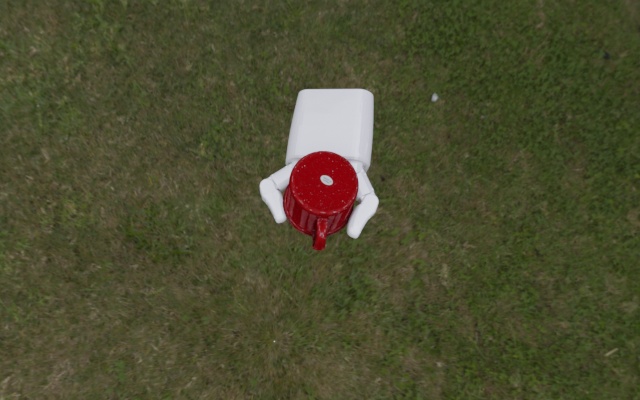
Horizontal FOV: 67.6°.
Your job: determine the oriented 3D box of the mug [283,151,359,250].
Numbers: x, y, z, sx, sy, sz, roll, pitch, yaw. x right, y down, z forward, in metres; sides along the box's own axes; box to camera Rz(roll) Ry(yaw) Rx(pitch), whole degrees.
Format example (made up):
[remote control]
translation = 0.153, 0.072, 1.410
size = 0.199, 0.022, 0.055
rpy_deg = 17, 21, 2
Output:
[mug]
translation = 0.000, 0.003, 0.579
size = 0.093, 0.117, 0.081
rpy_deg = 6, -18, -4
